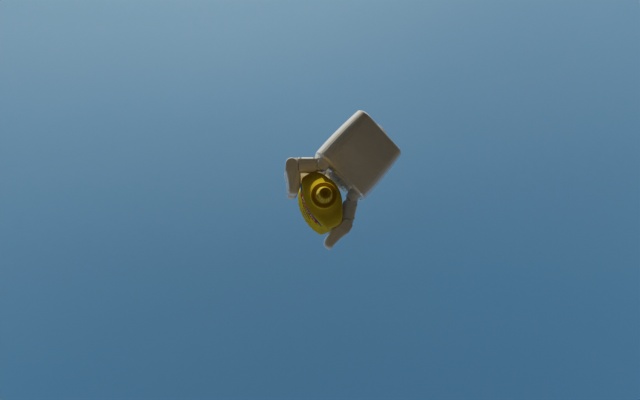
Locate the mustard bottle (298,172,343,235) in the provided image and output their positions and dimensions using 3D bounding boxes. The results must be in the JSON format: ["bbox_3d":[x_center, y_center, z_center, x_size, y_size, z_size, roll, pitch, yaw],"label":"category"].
[{"bbox_3d":[0.000,0.003,0.791,0.058,0.096,0.191,-23,-6,-8],"label":"mustard bottle"}]
